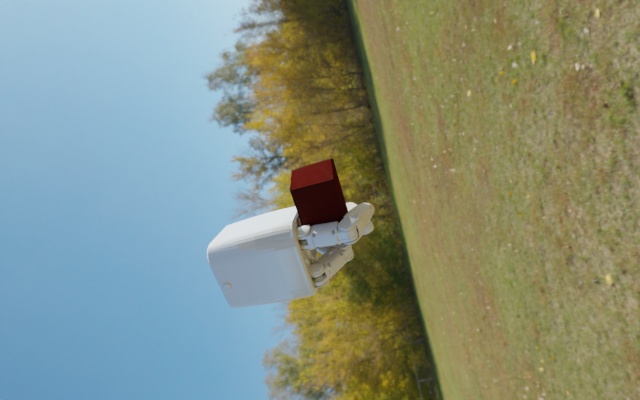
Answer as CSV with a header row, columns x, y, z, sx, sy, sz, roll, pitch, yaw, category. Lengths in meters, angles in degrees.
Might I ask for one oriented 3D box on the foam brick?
x,y,z,sx,sy,sz,roll,pitch,yaw,category
0.000,0.001,0.549,0.051,0.078,0.053,-13,29,8,foam brick
